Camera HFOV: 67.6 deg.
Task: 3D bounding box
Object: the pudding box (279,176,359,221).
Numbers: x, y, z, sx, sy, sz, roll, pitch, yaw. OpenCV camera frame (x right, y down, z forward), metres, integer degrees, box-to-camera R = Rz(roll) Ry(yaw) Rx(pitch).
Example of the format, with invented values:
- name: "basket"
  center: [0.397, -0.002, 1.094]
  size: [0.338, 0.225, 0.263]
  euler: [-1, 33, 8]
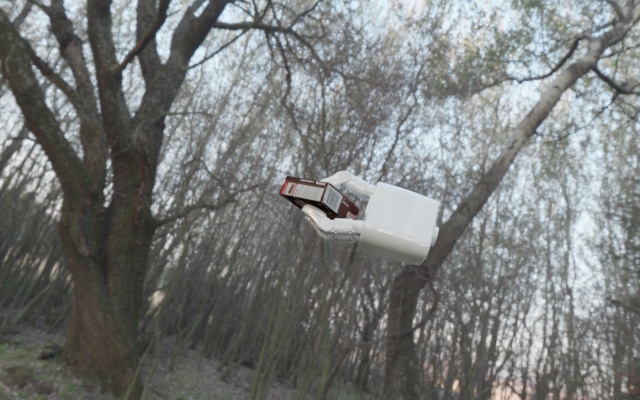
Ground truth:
- name: "pudding box"
  center: [0.000, 0.002, 0.791]
  size: [0.090, 0.039, 0.113]
  euler: [10, -20, 35]
